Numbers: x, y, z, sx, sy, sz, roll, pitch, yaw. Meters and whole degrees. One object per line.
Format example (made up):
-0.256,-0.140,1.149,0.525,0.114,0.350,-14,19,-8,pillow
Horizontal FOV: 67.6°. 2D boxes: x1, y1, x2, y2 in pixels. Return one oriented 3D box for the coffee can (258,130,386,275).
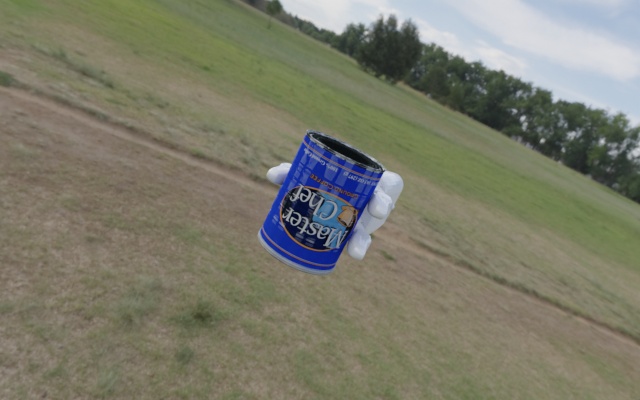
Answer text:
0.000,0.002,0.566,0.103,0.140,0.102,25,15,-7,coffee can
